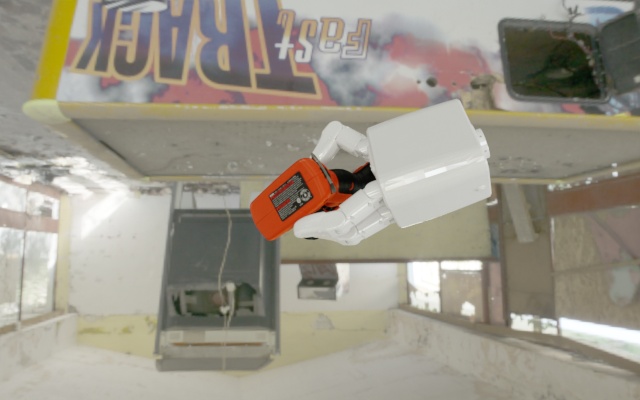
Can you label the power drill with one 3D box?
[{"bbox_3d":[0.000,0.002,0.601,0.184,0.057,0.187,-40,-16,28],"label":"power drill"}]
